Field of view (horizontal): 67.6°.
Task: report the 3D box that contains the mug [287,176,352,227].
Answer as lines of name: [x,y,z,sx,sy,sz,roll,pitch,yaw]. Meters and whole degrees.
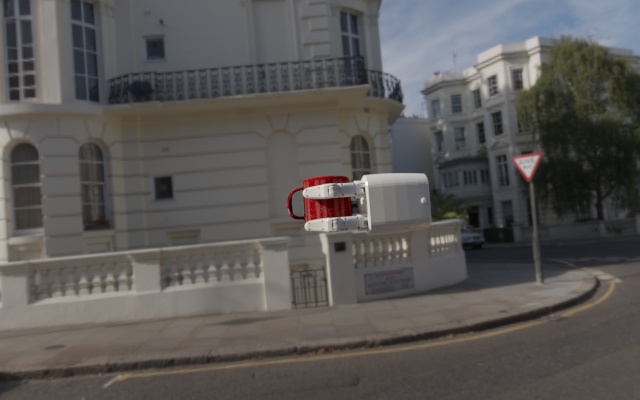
mug: [-0.001,0.003,0.825,0.117,0.081,0.093,-3,-4,-7]
